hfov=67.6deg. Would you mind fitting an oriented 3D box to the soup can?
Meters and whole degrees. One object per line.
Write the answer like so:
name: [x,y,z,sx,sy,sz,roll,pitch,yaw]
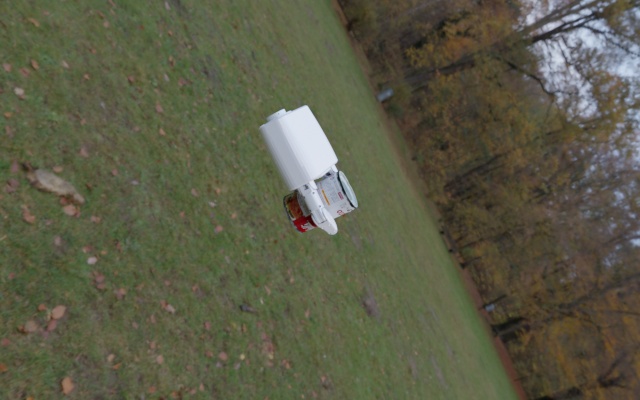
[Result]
soup can: [0.001,0.003,0.773,0.102,0.068,0.068,-25,-7,14]
